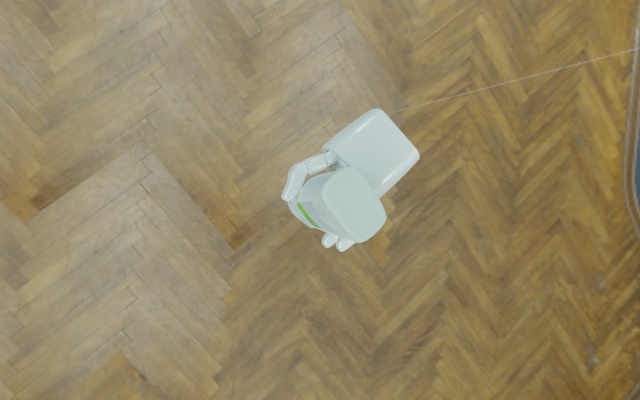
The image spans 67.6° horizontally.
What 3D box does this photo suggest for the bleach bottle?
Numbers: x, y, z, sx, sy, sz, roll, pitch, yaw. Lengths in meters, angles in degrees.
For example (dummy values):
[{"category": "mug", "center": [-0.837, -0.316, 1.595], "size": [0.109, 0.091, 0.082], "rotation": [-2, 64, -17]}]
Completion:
[{"category": "bleach bottle", "center": [0.000, 0.002, 0.725], "size": [0.068, 0.102, 0.251], "rotation": [-40, 15, -16]}]
